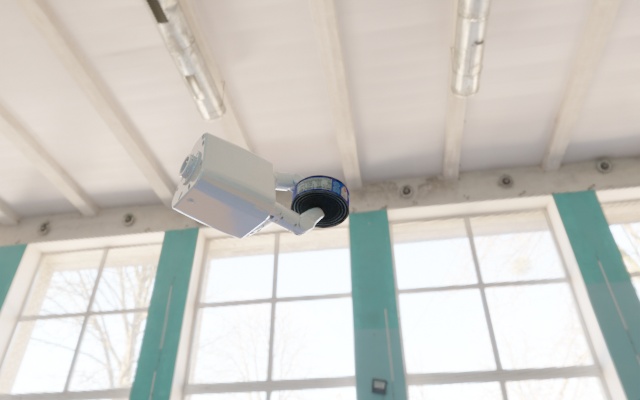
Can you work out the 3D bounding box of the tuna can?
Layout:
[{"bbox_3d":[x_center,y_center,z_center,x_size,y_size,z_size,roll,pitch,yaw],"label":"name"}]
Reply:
[{"bbox_3d":[0.000,0.002,0.704,0.086,0.033,0.086,3,-40,2],"label":"tuna can"}]
